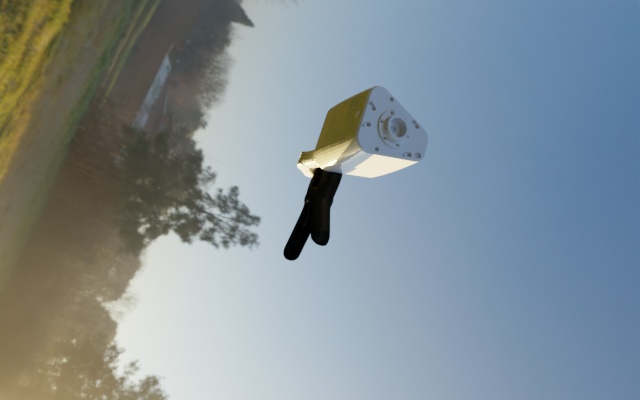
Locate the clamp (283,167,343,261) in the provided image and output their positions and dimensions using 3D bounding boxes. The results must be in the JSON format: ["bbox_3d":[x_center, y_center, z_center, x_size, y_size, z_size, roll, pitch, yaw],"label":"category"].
[{"bbox_3d":[0.001,0.002,0.675,0.039,0.171,0.120,25,-17,-23],"label":"clamp"}]
